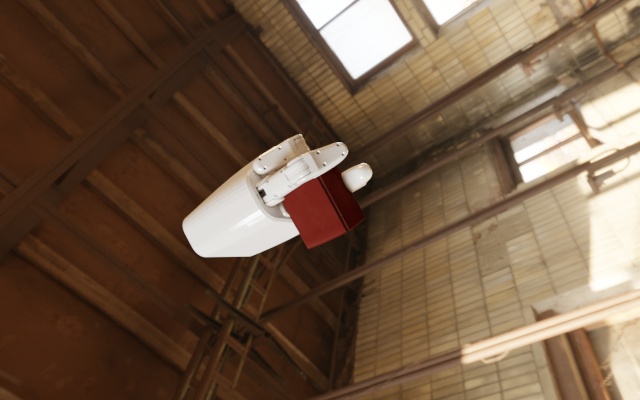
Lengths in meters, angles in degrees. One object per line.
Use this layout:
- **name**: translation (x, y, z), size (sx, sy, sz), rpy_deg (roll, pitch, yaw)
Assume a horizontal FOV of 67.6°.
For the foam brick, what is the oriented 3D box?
- **foam brick**: translation (0.000, 0.002, 0.489), size (0.051, 0.078, 0.053), rpy_deg (-30, -3, 27)
